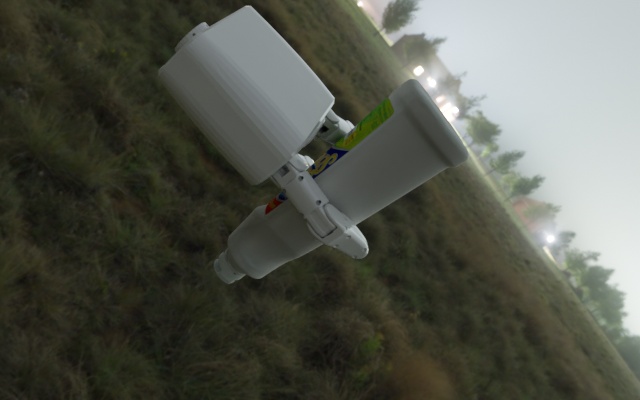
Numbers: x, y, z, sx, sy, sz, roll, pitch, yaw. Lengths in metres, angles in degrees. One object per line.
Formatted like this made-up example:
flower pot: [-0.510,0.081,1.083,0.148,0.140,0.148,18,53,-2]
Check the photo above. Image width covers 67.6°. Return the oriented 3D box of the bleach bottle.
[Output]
bleach bottle: [0.000,0.001,0.418,0.251,0.068,0.102,-37,16,19]
